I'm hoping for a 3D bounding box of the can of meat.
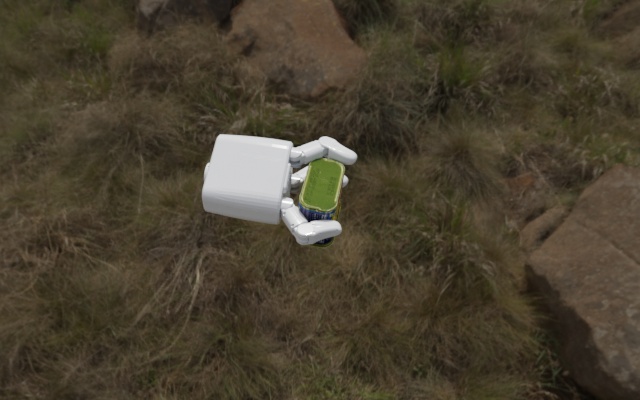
[{"bbox_3d":[0.000,0.002,0.675,0.057,0.102,0.084,10,-40,4],"label":"can of meat"}]
